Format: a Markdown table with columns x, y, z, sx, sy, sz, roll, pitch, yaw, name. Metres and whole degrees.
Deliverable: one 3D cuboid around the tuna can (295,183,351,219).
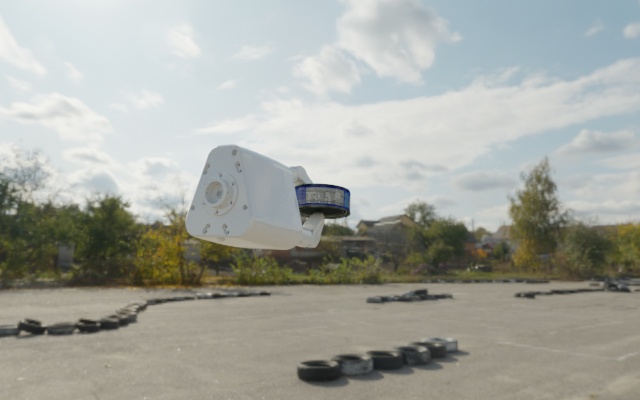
| x | y | z | sx | sy | sz | roll | pitch | yaw | name |
| --- | --- | --- | --- | --- | --- | --- | --- | --- | --- |
| 0.000 | 0.002 | 0.674 | 0.086 | 0.033 | 0.086 | 2 | -13 | 1 | tuna can |
